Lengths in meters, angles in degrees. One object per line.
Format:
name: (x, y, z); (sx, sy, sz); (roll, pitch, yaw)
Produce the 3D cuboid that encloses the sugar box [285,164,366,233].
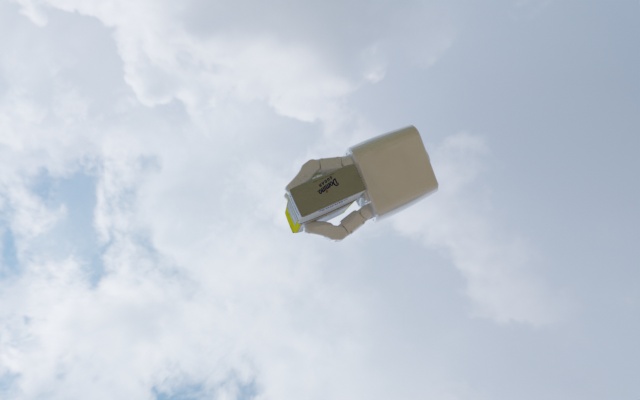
sugar box: (0.000, 0.002, 0.679); (0.093, 0.048, 0.176); (-23, -10, -11)
